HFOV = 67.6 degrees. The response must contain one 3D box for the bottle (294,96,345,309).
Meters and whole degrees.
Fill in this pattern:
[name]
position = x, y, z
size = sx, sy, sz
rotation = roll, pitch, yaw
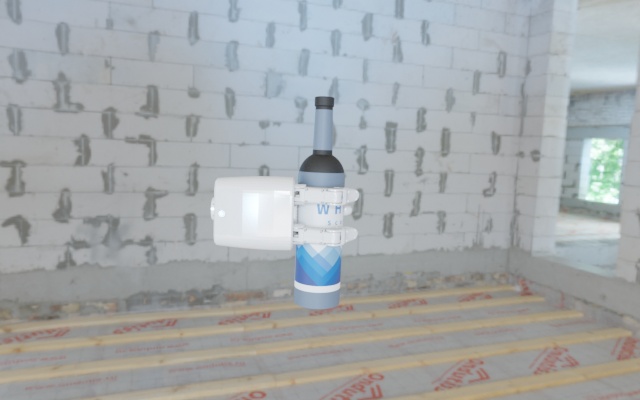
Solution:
[bottle]
position = 0.000, 0.002, 0.682
size = 0.069, 0.296, 0.069
rotation = 2, 6, 0
